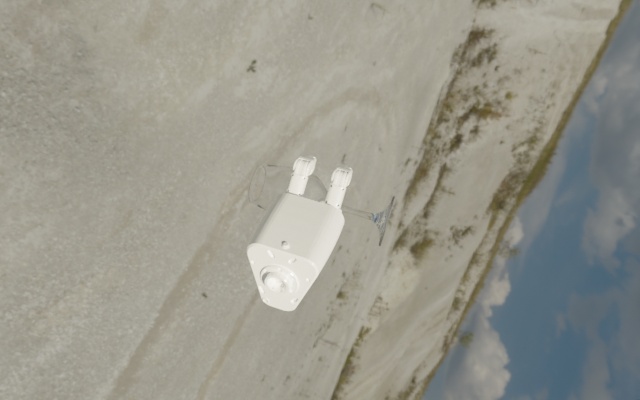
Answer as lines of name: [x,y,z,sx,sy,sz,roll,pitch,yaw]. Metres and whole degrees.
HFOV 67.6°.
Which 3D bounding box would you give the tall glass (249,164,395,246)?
tall glass: [0.001,0.002,0.690,0.201,0.079,0.079,16,3,9]
